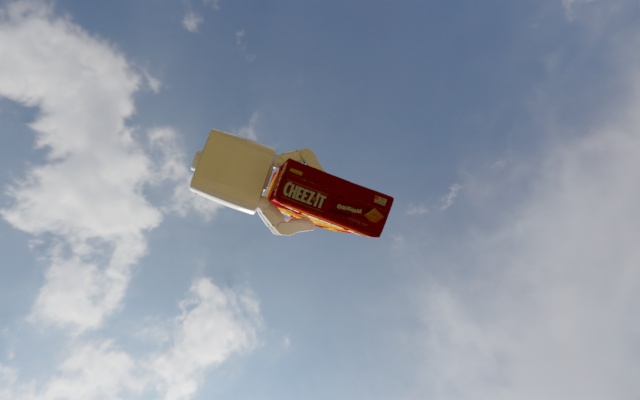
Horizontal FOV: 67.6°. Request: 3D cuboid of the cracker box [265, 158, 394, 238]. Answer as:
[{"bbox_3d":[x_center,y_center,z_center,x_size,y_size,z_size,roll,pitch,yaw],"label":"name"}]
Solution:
[{"bbox_3d":[0.000,0.002,0.769,0.164,0.072,0.213,20,-5,-10],"label":"cracker box"}]
